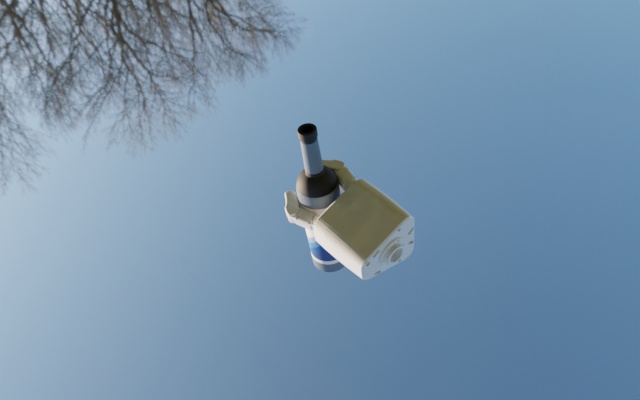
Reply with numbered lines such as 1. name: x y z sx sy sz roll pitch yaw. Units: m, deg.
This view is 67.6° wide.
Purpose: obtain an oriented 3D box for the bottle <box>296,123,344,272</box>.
1. bottle: 0.000 0.003 0.761 0.069 0.069 0.296 0 -43 10
